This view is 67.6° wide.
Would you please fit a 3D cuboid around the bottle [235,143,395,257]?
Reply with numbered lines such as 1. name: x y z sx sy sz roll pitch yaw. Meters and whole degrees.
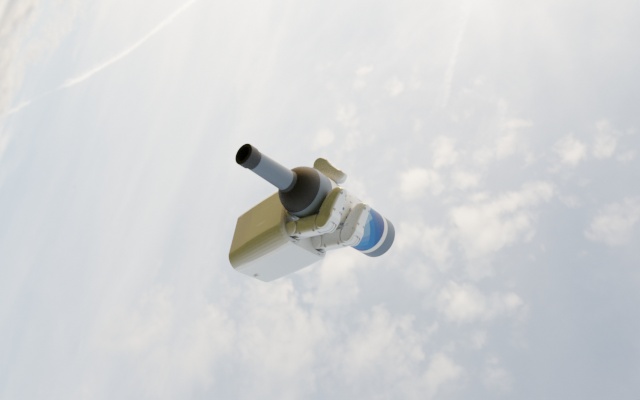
1. bottle: 0.000 0.002 0.650 0.069 0.069 0.296 0 -22 41
